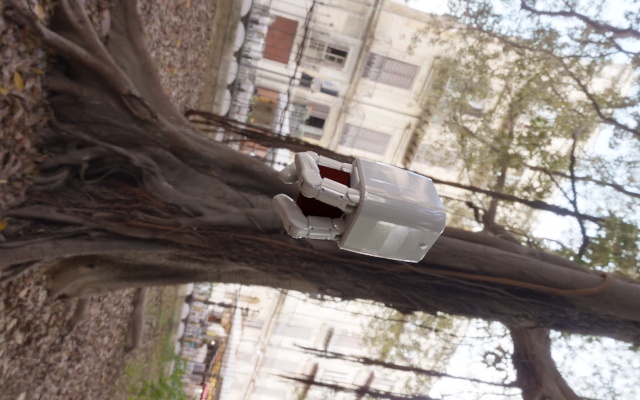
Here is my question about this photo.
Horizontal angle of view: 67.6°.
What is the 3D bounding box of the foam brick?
[{"bbox_3d":[0.000,0.002,0.600,0.051,0.053,0.078,14,-43,-9],"label":"foam brick"}]
